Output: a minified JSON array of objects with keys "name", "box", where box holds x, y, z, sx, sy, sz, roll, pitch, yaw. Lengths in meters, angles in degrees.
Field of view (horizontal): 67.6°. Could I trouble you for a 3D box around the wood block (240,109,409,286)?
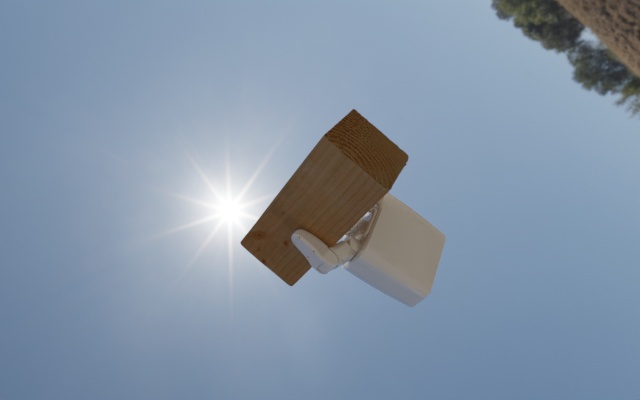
[{"name":"wood block","box":[0.000,0.002,0.582,0.206,0.090,0.090,-49,1,38]}]
